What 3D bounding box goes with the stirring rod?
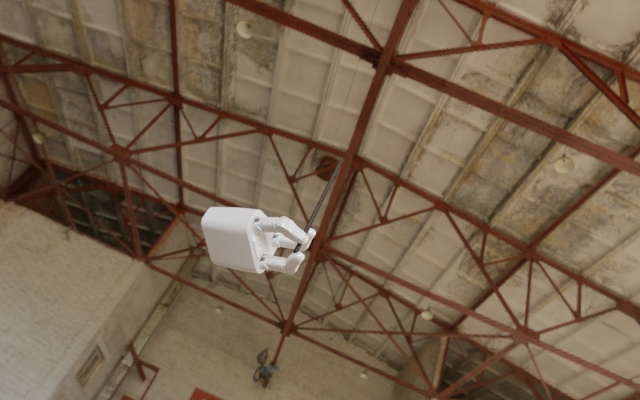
[{"bbox_3d":[0.000,0.003,0.875,0.011,0.239,0.011,16,-40,13],"label":"stirring rod"}]
